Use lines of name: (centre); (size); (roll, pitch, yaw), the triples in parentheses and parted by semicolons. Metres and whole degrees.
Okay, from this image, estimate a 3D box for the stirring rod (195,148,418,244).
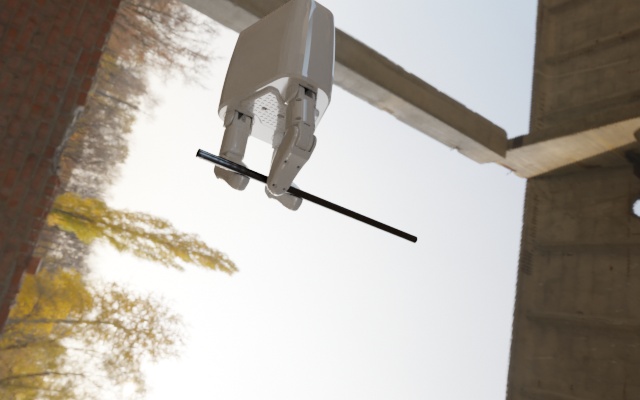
stirring rod: (0.000, 0.001, 0.438); (0.239, 0.011, 0.011); (22, -11, -29)
